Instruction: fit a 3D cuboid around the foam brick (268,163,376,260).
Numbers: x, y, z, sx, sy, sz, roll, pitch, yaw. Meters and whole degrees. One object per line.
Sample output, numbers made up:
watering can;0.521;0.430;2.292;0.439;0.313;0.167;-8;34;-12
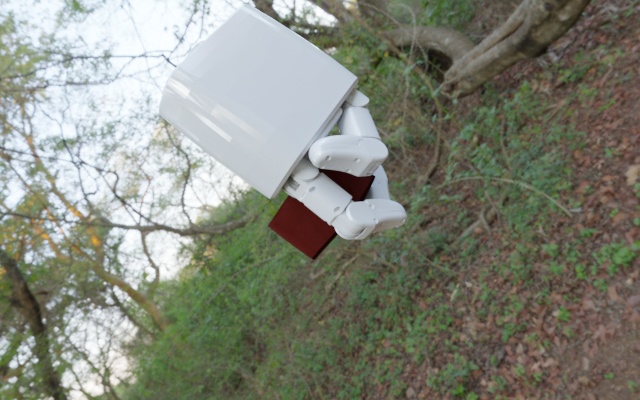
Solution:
foam brick;0.000;0.002;0.403;0.051;0.053;0.078;35;-45;-3
